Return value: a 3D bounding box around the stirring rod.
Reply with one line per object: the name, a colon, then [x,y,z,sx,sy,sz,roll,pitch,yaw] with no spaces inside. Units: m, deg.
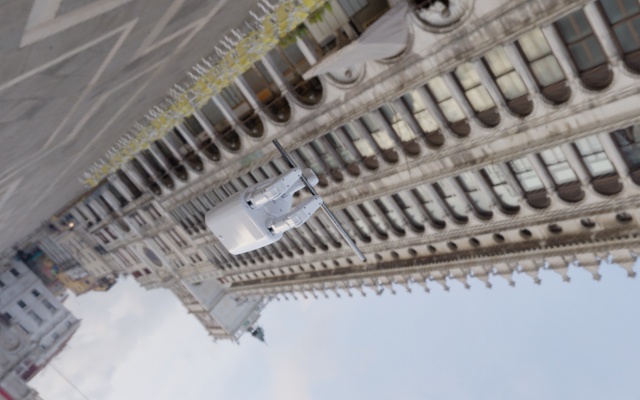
stirring rod: [0.000,0.002,0.742,0.011,0.239,0.011,-34,16,11]
